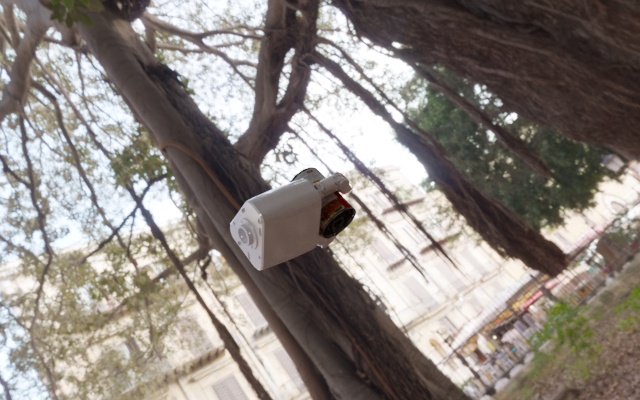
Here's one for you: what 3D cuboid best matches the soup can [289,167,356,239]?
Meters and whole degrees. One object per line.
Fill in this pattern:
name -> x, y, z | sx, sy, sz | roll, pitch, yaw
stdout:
soup can -> 0.000, 0.002, 0.778 | 0.102, 0.068, 0.068 | 49, 26, 25
